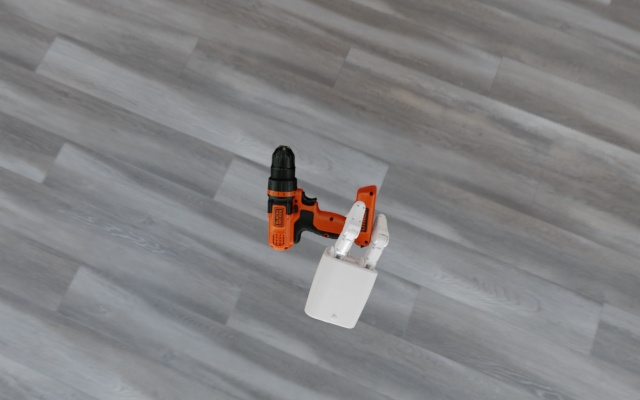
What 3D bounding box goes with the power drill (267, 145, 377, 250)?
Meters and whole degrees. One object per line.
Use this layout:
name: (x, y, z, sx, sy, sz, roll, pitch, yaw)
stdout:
power drill: (0.001, 0.003, 0.818, 0.187, 0.184, 0.057, 6, 17, 10)
